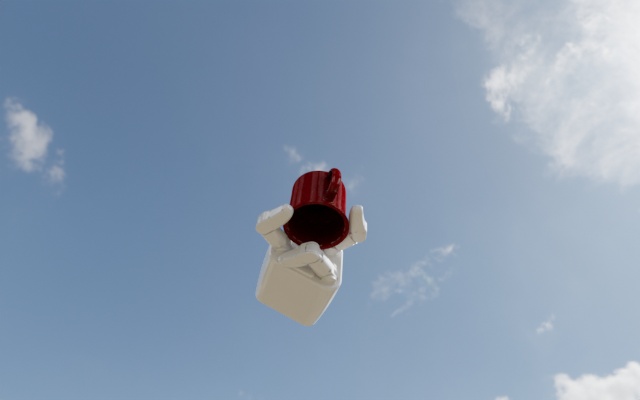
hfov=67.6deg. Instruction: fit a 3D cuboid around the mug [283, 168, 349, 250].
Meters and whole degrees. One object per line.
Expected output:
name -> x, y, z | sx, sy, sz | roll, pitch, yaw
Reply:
mug -> 0.001, 0.001, 0.683 | 0.093, 0.117, 0.081 | 18, 40, -11
